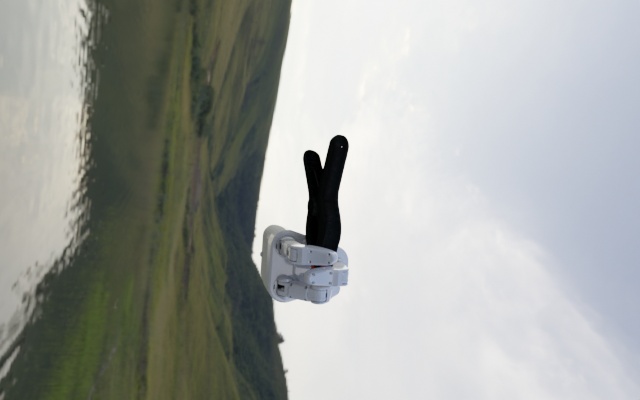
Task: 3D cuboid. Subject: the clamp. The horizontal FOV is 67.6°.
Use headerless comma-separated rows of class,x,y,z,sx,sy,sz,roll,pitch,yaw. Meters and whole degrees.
clamp,0.001,0.002,0.626,0.039,0.171,0.120,6,3,-15
